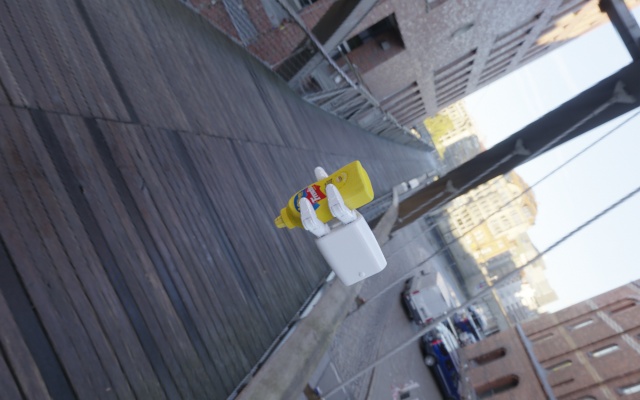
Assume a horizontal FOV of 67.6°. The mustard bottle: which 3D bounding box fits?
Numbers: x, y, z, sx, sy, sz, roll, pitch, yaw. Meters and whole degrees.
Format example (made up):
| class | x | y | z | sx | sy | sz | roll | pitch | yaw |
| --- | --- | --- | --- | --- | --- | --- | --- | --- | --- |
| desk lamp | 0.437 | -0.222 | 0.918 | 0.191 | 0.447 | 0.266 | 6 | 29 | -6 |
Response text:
| class | x | y | z | sx | sy | sz | roll | pitch | yaw |
| --- | --- | --- | --- | --- | --- | --- | --- | --- | --- |
| mustard bottle | 0.000 | 0.003 | 0.883 | 0.191 | 0.058 | 0.096 | -27 | 37 | 15 |
